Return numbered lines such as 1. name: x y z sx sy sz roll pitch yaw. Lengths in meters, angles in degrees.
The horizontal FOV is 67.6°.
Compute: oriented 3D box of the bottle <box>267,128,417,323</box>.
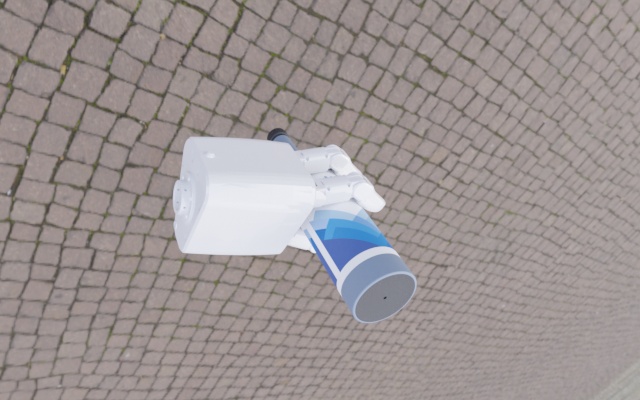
1. bottle: 0.000 0.002 0.534 0.069 0.069 0.295 0 36 -30
